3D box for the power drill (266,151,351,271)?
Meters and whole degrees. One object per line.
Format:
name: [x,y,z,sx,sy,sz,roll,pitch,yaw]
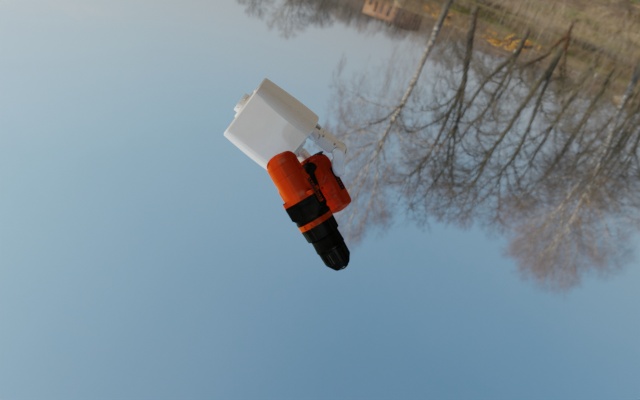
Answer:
power drill: [0.000,0.002,0.730,0.057,0.184,0.187,-27,5,14]
